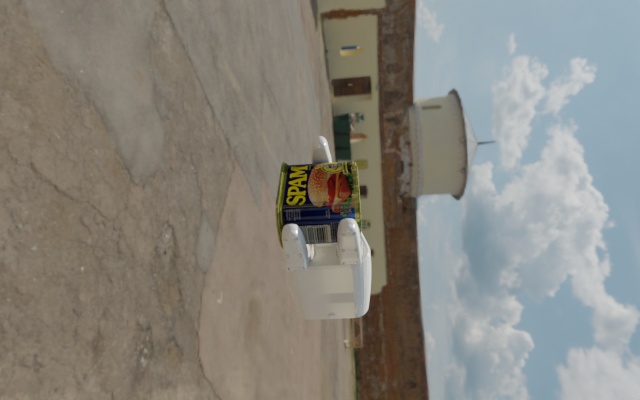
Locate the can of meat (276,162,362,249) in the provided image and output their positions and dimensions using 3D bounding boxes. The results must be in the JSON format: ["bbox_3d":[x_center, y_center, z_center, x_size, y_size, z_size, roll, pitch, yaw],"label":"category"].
[{"bbox_3d":[0.000,0.002,0.511,0.084,0.057,0.102,-3,38,4],"label":"can of meat"}]
